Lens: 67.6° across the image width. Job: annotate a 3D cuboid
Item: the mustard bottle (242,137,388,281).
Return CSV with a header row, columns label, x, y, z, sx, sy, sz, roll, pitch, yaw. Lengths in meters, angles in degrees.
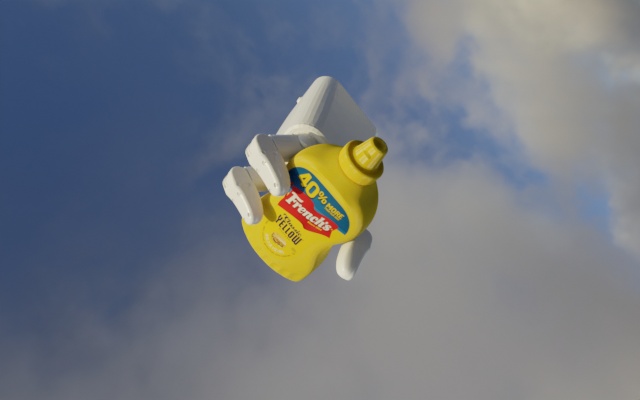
label,x,y,z,sx,sy,sz,roll,pitch,yaw
mustard bottle,0.000,0.002,0.462,0.058,0.096,0.192,-36,-6,-47
